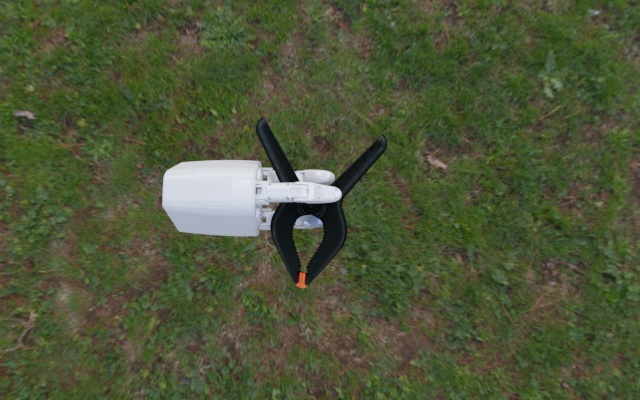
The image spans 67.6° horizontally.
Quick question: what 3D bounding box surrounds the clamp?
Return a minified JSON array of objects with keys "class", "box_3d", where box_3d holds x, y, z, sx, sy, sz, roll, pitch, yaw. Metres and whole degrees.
[{"class":"clamp","box_3d":[0.000,0.002,0.591,0.164,0.210,0.036,1,-5,-1]}]
